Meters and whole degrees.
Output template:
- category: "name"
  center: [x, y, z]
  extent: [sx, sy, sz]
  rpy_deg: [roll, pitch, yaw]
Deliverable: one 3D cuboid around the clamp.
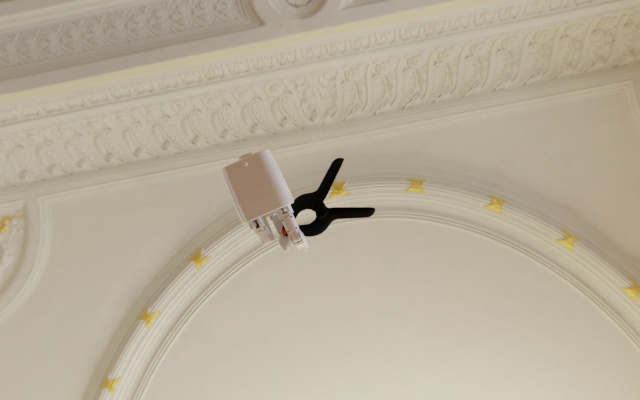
- category: "clamp"
  center: [0.000, 0.003, 0.863]
  extent: [0.171, 0.120, 0.039]
  rpy_deg: [-24, 1, 3]
